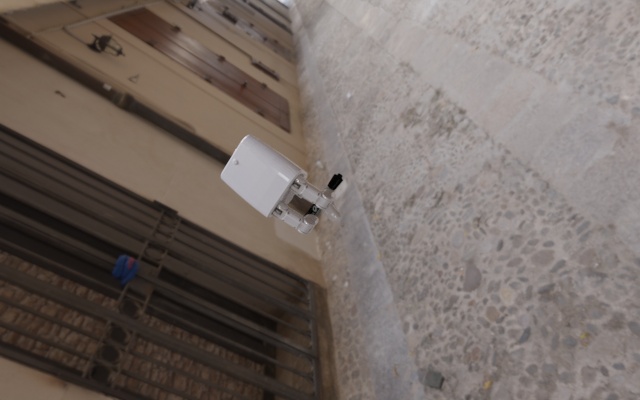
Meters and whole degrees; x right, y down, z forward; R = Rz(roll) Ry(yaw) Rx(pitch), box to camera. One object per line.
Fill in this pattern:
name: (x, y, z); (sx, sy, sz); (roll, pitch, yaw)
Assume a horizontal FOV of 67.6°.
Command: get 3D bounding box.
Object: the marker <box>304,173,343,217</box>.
marker: (0.000, 0.003, 0.826); (0.020, 0.121, 0.020); (32, 19, -12)
